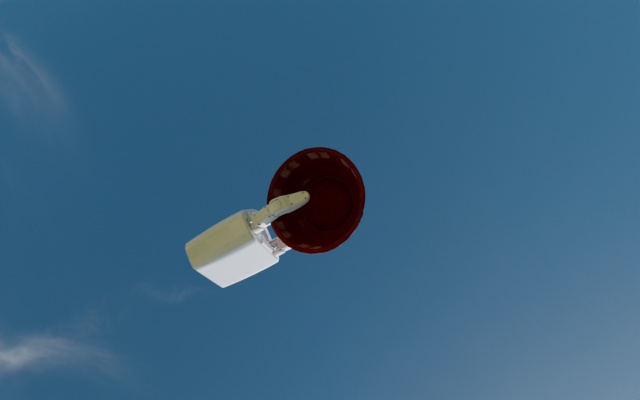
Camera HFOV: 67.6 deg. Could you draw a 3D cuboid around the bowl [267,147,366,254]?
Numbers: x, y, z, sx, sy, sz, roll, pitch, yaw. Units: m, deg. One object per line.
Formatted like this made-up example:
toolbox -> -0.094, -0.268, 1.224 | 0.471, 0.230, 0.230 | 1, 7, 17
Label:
bowl -> 0.001, 0.002, 0.733 | 0.162, 0.162, 0.055 | 0, -8, 25
